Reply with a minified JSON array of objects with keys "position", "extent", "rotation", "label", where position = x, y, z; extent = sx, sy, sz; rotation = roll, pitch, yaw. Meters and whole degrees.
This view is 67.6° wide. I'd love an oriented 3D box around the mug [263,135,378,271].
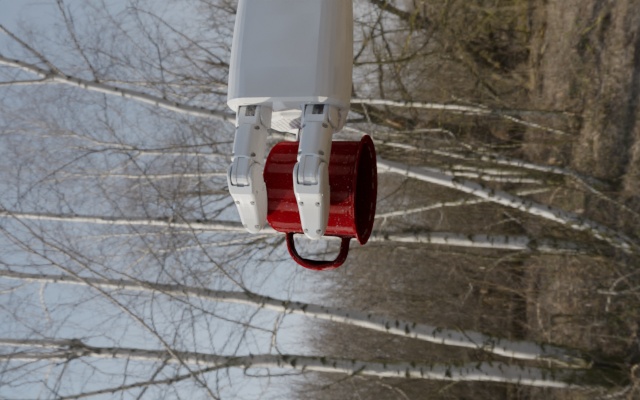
[{"position":[0.000,0.003,0.412],"extent":[0.081,0.117,0.093],"rotation":[3,-6,17],"label":"mug"}]
